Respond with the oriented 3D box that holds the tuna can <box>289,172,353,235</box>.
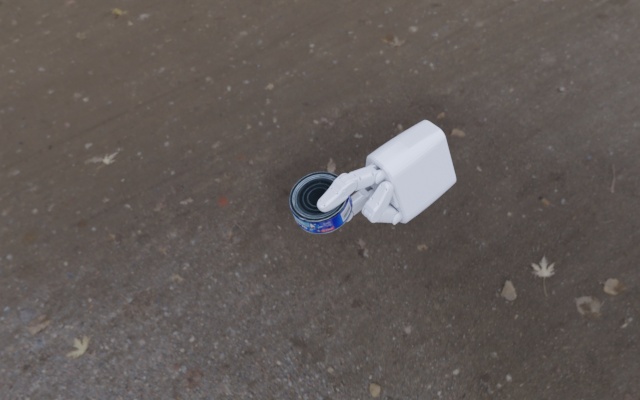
[{"bbox_3d":[0.000,0.002,0.667,0.086,0.086,0.034,0,-33,15],"label":"tuna can"}]
